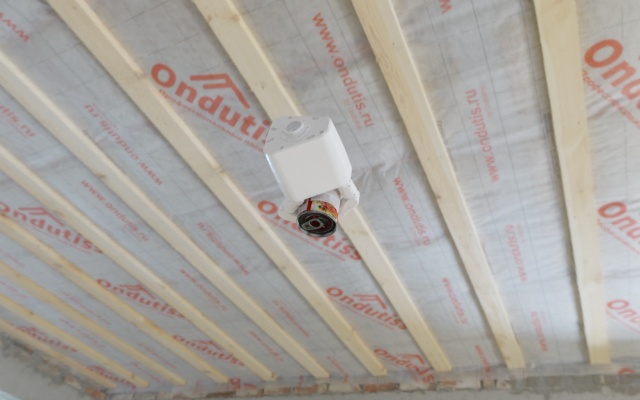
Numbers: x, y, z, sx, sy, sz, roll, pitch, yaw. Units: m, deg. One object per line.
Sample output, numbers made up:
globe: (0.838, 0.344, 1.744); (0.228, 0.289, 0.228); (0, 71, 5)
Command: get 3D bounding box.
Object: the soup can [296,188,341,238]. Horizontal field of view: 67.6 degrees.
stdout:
soup can: (0.000, 0.003, 0.814); (0.068, 0.102, 0.069); (6, -41, 5)
